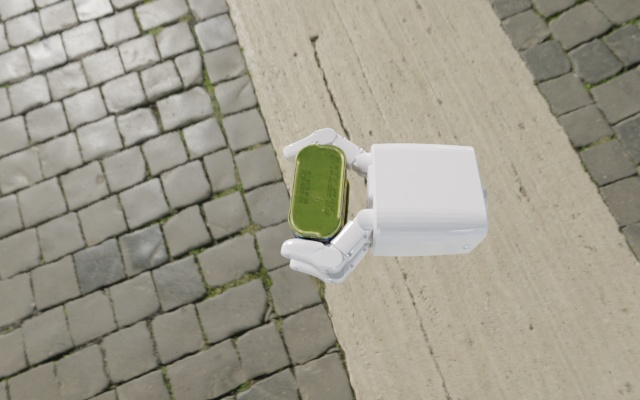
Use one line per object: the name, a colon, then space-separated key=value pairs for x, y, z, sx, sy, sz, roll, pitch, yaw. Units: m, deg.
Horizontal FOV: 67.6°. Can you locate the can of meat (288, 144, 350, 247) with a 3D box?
can of meat: x=0.000 y=0.001 z=0.497 sx=0.057 sy=0.102 sz=0.084 roll=4 pitch=-18 yaw=5
